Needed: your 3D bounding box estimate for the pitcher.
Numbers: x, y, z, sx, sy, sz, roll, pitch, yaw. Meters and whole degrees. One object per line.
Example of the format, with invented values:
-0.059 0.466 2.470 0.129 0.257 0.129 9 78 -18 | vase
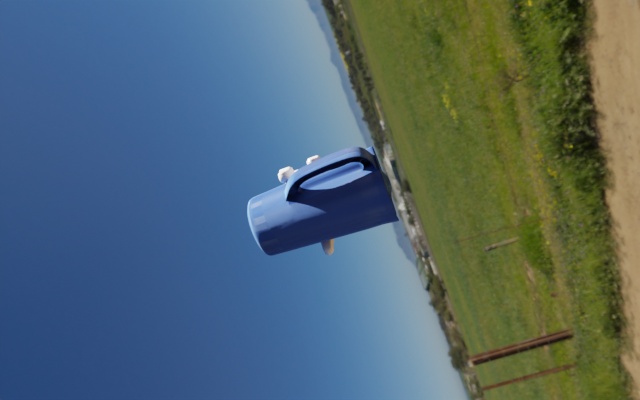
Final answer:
0.000 0.003 0.811 0.243 0.149 0.145 -19 9 9 | pitcher
